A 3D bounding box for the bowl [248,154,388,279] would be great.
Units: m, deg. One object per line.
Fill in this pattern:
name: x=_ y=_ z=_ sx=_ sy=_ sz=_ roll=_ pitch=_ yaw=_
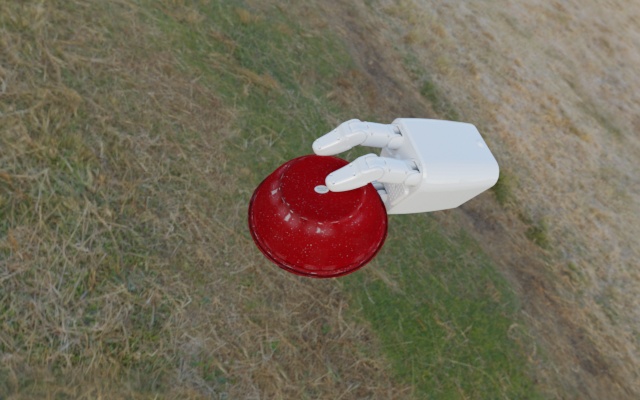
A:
bowl: x=-0.001 y=0.002 z=0.525 sx=0.162 sy=0.162 sz=0.055 roll=0 pitch=-36 yaw=-6
